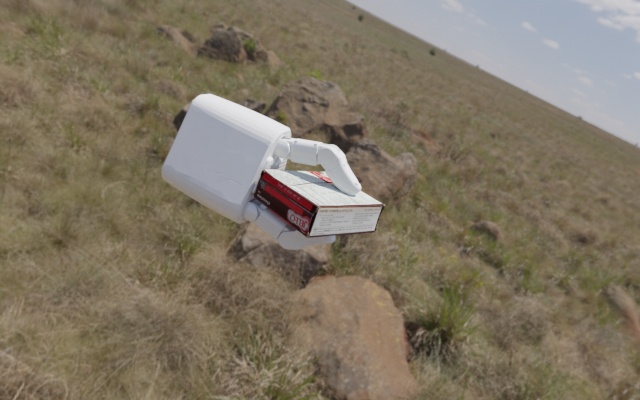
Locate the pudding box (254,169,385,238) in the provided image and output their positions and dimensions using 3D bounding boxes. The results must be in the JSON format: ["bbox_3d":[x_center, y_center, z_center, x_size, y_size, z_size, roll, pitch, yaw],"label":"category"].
[{"bbox_3d":[0.000,0.001,0.509,0.113,0.039,0.090,-2,29,-46],"label":"pudding box"}]
